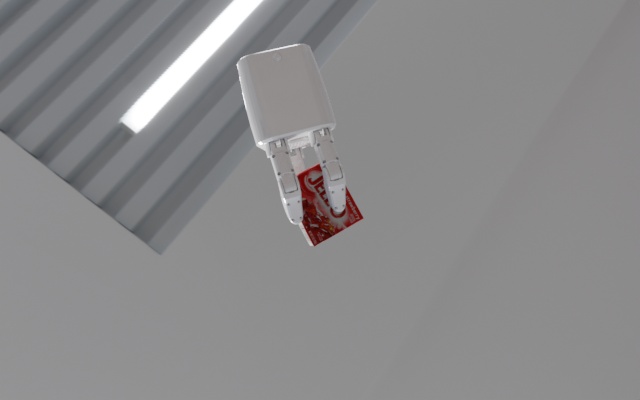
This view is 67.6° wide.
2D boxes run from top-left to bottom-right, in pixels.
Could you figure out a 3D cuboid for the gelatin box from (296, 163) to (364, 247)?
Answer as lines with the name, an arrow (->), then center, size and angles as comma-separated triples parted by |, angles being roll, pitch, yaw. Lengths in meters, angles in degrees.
gelatin box -> 0.000, 0.002, 0.597 | 0.073, 0.089, 0.030 | -29, 3, -11
